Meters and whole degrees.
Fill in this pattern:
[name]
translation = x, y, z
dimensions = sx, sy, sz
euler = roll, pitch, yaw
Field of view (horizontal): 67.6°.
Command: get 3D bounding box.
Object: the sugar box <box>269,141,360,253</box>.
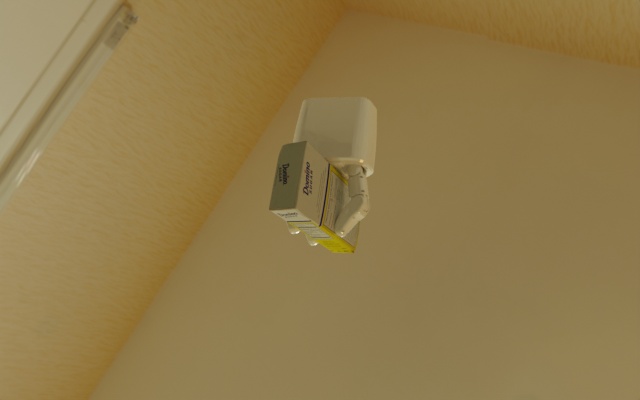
[sugar box]
translation = 0.000, 0.002, 0.647
dimensions = 0.048, 0.093, 0.176
euler = -5, -26, 31
